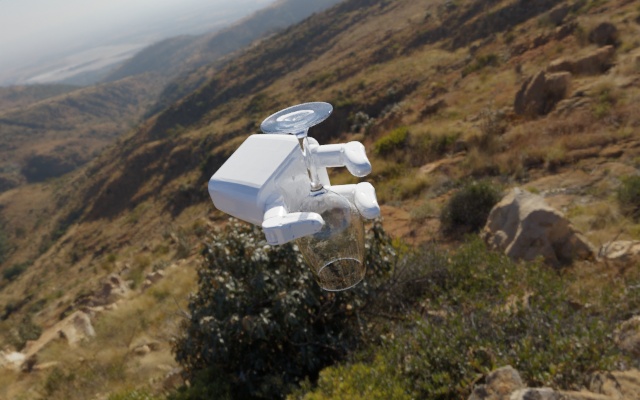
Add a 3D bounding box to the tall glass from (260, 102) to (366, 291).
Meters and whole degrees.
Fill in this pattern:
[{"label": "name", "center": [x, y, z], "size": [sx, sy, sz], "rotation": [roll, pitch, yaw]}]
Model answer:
[{"label": "tall glass", "center": [0.000, 0.001, 0.518], "size": [0.079, 0.201, 0.079], "rotation": [-13, 28, 7]}]
